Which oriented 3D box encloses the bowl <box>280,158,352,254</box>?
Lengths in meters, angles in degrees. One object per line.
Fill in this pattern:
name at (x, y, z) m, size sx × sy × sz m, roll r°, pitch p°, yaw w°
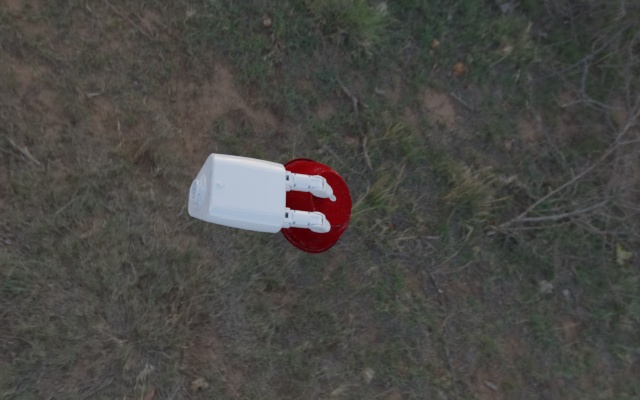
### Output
bowl at (0.001, 0.002, 0.774) m, size 0.162 × 0.162 × 0.055 m, roll 0°, pitch -12°, yaw -44°
